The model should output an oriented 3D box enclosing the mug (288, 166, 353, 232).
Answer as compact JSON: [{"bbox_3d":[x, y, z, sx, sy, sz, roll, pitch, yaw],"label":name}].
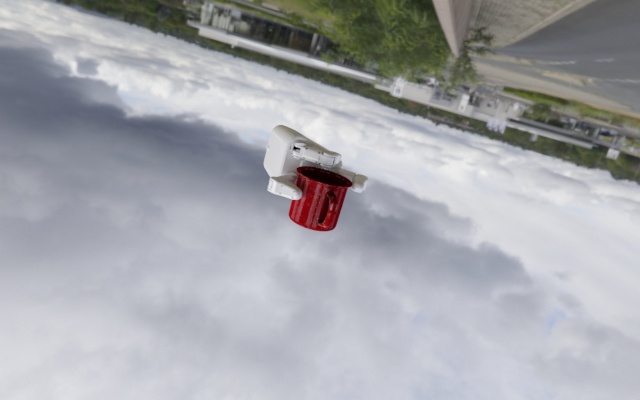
[{"bbox_3d":[0.001,0.003,0.758,0.093,0.081,0.117,8,18,-24],"label":"mug"}]
